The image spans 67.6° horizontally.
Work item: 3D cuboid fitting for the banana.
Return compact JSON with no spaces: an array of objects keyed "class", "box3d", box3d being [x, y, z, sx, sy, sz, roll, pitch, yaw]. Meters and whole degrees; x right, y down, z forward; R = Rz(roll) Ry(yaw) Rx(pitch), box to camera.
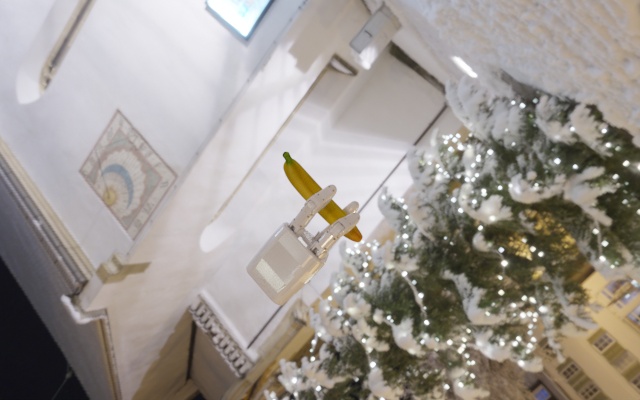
[{"class":"banana","box3d":[-0.003,-0.002,0.824,0.037,0.198,0.069,-43,7,2]}]
